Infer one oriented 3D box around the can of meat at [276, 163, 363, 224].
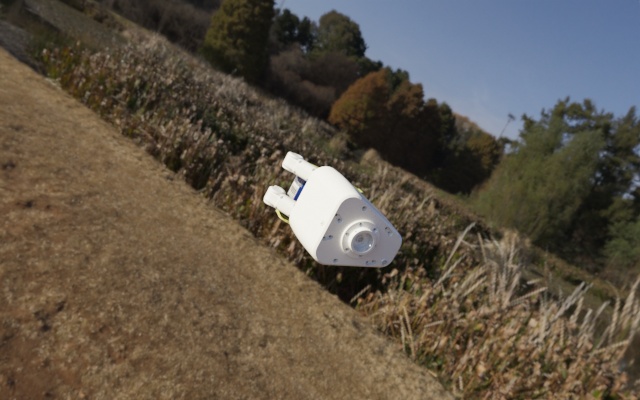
[{"bbox_3d":[0.000,0.002,0.695,0.102,0.084,0.057,24,11,-21],"label":"can of meat"}]
